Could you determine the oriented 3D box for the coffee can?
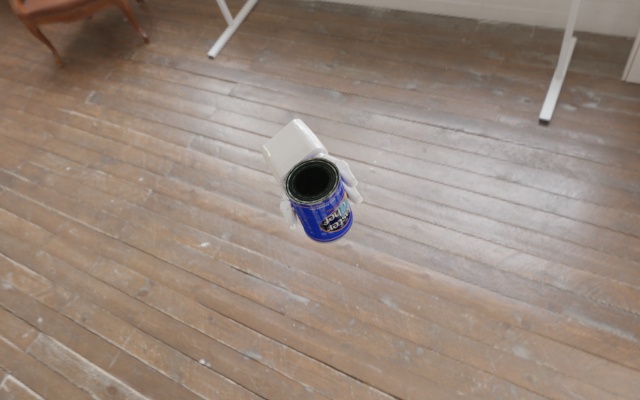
[{"bbox_3d":[0.000,0.003,0.889,0.103,0.102,0.140,0,-33,15],"label":"coffee can"}]
